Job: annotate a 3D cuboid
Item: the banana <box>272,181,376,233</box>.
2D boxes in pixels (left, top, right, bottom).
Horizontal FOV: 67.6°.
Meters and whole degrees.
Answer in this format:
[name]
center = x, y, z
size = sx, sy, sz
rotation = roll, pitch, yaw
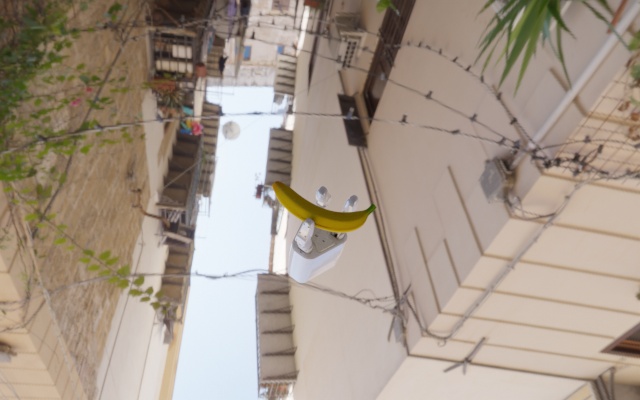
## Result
[banana]
center = -0.001, 0.019, 0.878
size = 0.198, 0.069, 0.037
rotation = 15, -34, 1
